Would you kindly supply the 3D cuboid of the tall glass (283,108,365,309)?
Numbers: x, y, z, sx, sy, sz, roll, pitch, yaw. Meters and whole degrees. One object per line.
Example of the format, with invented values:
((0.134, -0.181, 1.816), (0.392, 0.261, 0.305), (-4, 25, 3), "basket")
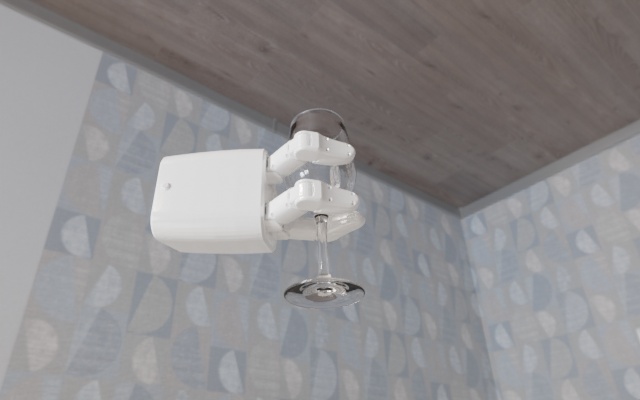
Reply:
((0.000, 0.002, 0.485), (0.079, 0.201, 0.079), (-1, -32, -1), "tall glass")
